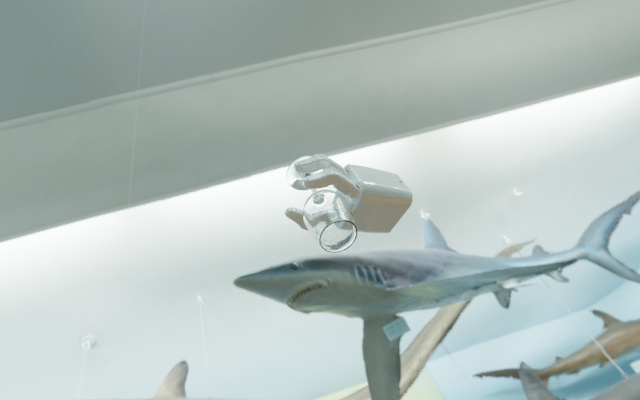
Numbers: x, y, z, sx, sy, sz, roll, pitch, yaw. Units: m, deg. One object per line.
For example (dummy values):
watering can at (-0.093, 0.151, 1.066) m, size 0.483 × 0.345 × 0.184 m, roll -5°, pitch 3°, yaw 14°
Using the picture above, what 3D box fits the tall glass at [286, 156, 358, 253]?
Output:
tall glass at (0.000, 0.002, 0.808) m, size 0.079 × 0.079 × 0.201 m, roll 0°, pitch 32°, yaw -19°
